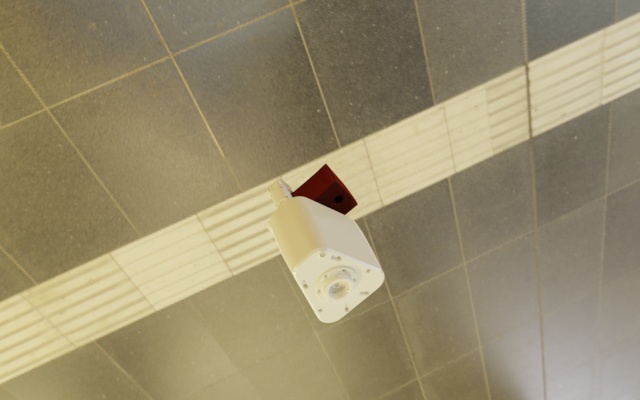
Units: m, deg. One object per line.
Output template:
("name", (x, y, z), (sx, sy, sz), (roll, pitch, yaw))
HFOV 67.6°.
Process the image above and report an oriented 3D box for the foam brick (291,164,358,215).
("foam brick", (0.000, 0.002, 0.634), (0.053, 0.078, 0.051), (44, 9, -33))
